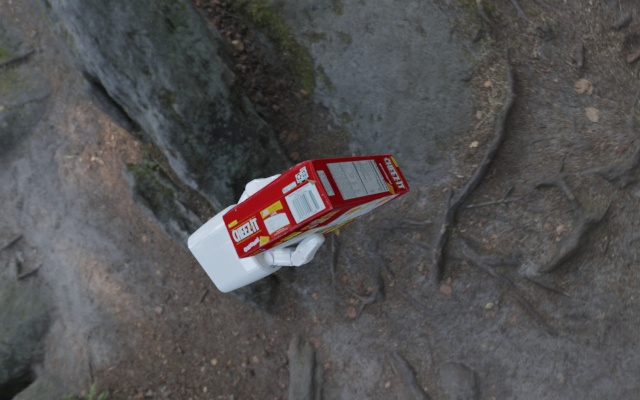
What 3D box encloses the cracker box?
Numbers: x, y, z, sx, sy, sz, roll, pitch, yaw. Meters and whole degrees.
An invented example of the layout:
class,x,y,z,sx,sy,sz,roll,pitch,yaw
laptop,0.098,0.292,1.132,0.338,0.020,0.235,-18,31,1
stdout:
class,x,y,z,sx,sy,sz,roll,pitch,yaw
cracker box,0.000,0.002,0.653,0.164,0.072,0.213,-30,-10,33
